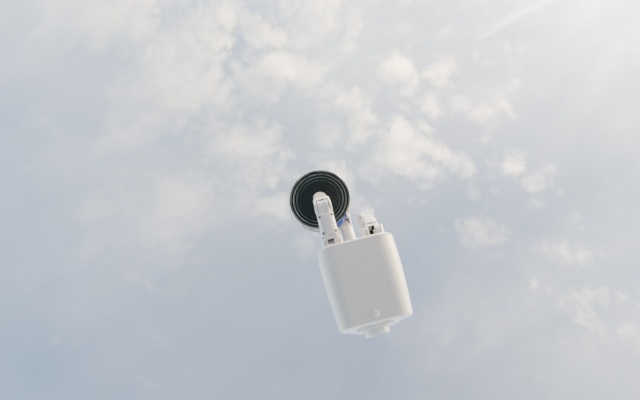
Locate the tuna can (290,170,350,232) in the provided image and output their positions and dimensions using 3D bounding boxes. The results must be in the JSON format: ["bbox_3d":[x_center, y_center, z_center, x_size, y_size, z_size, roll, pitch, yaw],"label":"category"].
[{"bbox_3d":[0.000,0.002,0.688,0.086,0.086,0.034,0,-17,6],"label":"tuna can"}]
